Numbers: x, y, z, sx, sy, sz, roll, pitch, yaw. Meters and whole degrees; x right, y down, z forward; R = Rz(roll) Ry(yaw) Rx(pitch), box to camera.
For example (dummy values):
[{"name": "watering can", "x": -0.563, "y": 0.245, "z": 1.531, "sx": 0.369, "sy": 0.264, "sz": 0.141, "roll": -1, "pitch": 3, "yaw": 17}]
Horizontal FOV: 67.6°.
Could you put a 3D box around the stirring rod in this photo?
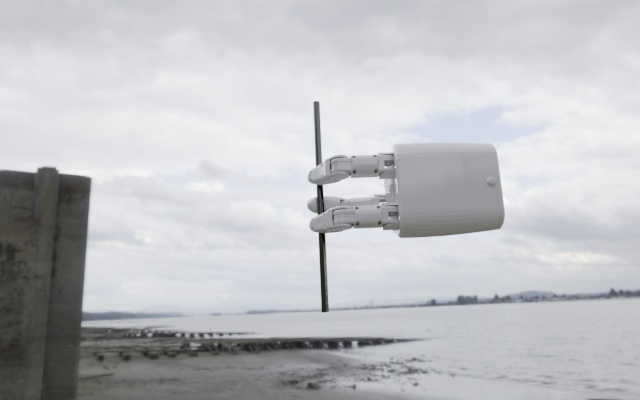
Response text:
[{"name": "stirring rod", "x": 0.000, "y": 0.002, "z": 0.533, "sx": 0.011, "sy": 0.239, "sz": 0.011, "roll": -2, "pitch": -13, "yaw": -1}]
